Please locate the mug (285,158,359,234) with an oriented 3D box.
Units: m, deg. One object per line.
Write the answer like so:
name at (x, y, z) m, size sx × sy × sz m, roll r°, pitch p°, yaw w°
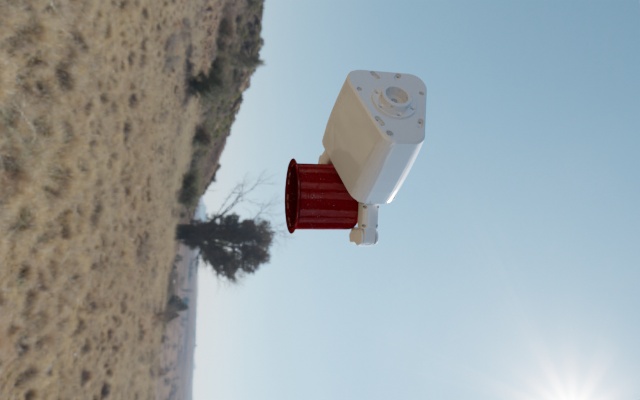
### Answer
mug at (0.000, 0.003, 0.607) m, size 0.081 × 0.093 × 0.117 m, roll 1°, pitch -33°, yaw -14°
